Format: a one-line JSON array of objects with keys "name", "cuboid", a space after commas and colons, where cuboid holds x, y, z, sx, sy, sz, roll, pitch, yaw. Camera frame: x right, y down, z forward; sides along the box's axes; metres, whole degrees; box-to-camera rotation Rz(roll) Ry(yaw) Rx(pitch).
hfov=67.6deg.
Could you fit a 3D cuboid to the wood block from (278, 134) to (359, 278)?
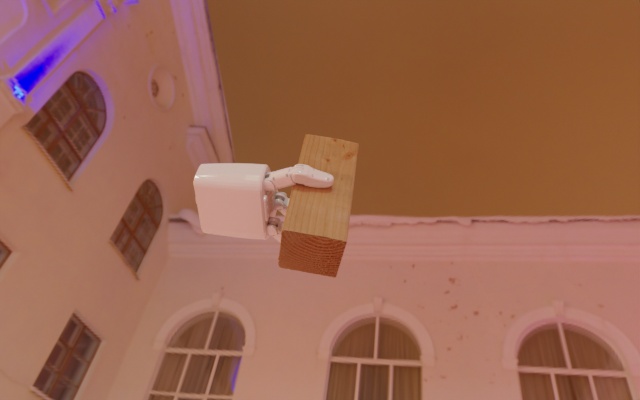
[{"name": "wood block", "cuboid": [0.000, 0.002, 0.735, 0.090, 0.206, 0.091, 10, -42, 0]}]
